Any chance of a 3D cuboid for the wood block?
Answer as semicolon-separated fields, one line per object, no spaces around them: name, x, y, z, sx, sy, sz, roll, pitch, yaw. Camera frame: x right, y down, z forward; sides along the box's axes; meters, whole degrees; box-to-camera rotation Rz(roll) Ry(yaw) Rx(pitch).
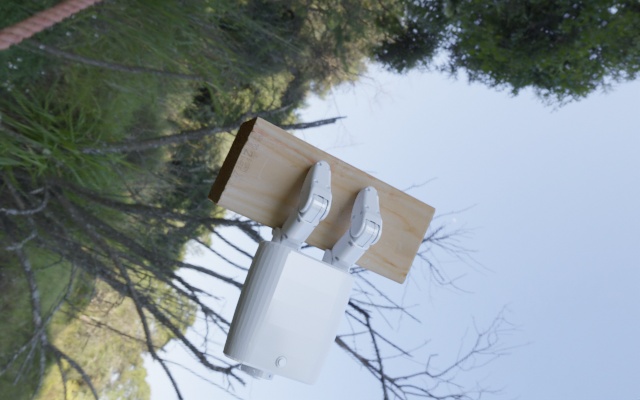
wood block;0.000;0.002;0.498;0.206;0.090;0.091;26;-4;-20
